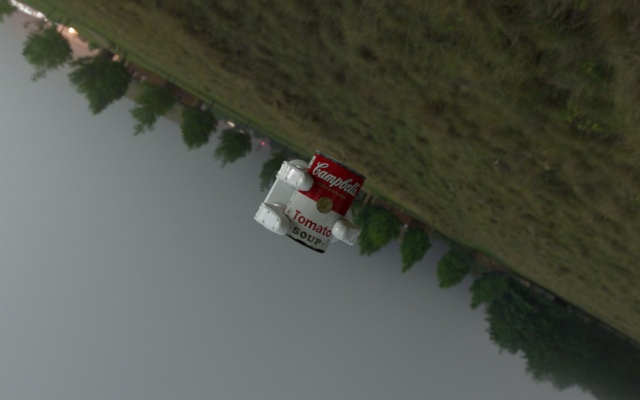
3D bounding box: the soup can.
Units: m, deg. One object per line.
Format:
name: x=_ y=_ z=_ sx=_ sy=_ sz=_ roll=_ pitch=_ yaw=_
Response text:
soup can: x=0.000 y=0.002 z=0.559 sx=0.068 sy=0.102 sz=0.068 roll=29 pitch=2 yaw=-1
